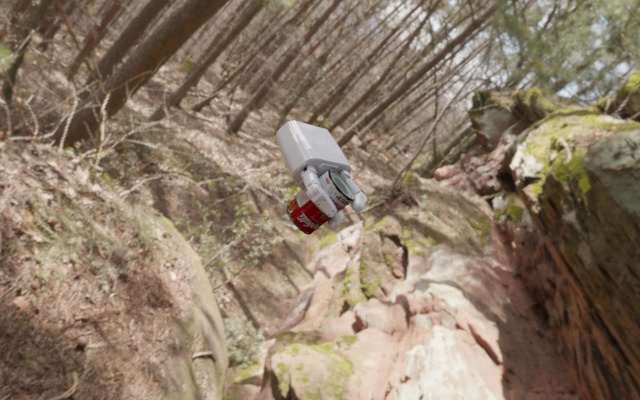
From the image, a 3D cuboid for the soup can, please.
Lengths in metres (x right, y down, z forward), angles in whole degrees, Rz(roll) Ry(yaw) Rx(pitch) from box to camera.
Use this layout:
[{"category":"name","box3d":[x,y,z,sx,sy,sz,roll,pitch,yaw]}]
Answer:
[{"category":"soup can","box3d":[0.000,0.003,0.824,0.102,0.068,0.068,-39,-14,18]}]
